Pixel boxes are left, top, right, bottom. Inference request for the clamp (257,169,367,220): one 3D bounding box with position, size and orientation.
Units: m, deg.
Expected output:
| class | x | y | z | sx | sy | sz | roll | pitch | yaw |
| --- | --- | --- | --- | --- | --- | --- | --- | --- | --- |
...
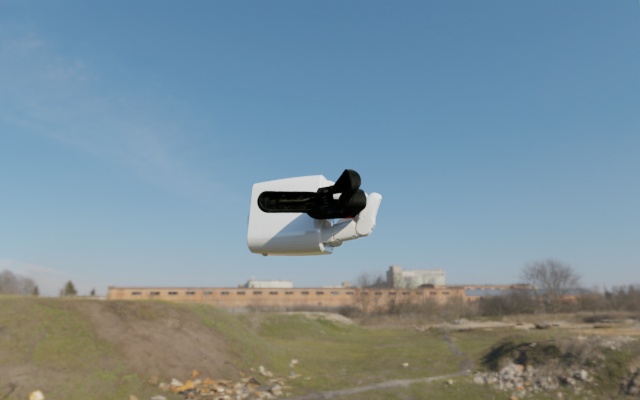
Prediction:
| class | x | y | z | sx | sy | sz | roll | pitch | yaw |
| --- | --- | --- | --- | --- | --- | --- | --- | --- | --- |
| clamp | 0.000 | 0.001 | 0.583 | 0.120 | 0.039 | 0.171 | -6 | -14 | 12 |
